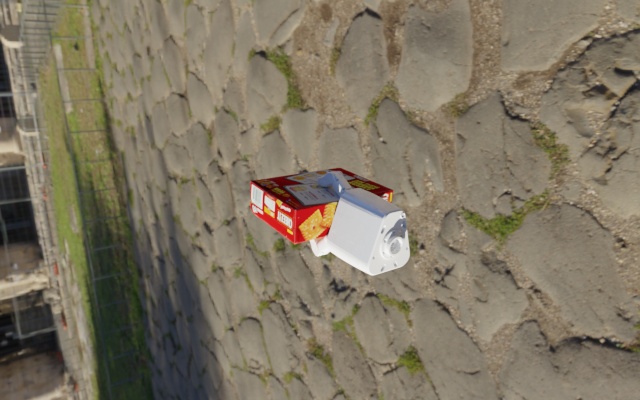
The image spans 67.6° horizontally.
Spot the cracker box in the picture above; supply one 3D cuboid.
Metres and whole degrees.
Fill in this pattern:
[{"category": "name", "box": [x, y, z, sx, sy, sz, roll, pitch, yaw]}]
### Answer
[{"category": "cracker box", "box": [0.000, 0.003, 0.887, 0.213, 0.072, 0.164, -10, 24, -34]}]
